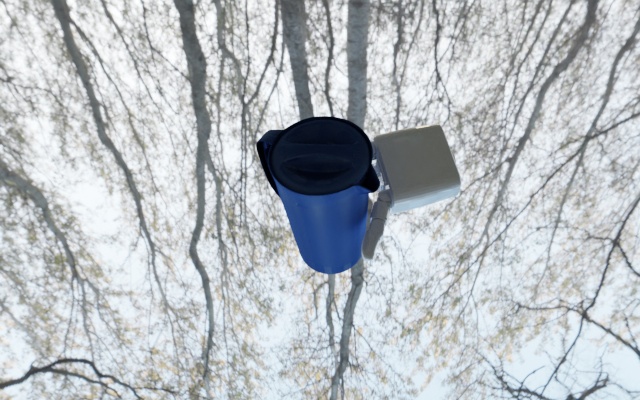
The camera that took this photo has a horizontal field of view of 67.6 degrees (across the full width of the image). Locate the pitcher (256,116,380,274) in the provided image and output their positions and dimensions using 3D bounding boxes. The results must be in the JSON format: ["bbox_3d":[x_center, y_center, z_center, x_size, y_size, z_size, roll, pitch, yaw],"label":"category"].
[{"bbox_3d":[0.000,0.002,0.695,0.145,0.149,0.243,-13,-36,-4],"label":"pitcher"}]
